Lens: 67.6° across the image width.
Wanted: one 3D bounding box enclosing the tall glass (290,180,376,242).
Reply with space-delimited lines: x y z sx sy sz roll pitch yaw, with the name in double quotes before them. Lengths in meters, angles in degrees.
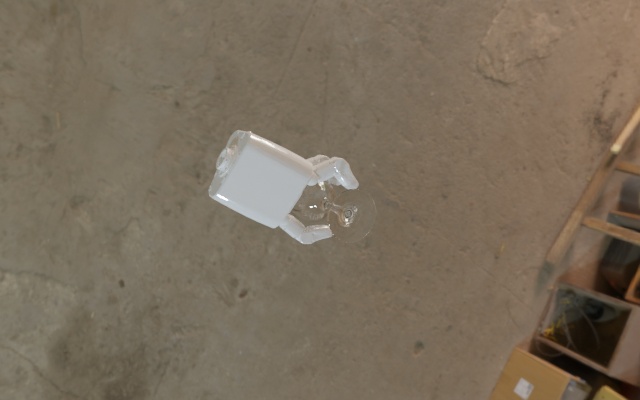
"tall glass" 0.001 0.003 0.730 0.079 0.079 0.201 0 10 -26
